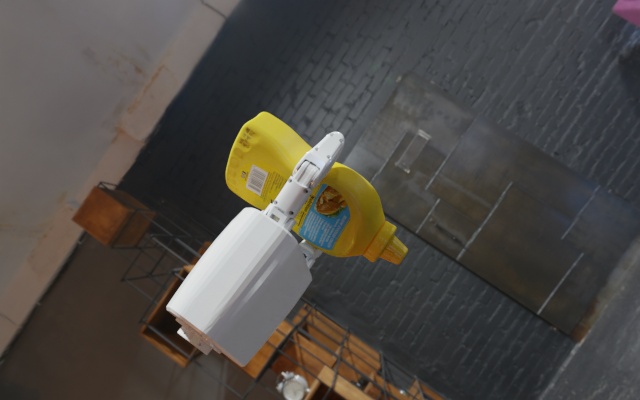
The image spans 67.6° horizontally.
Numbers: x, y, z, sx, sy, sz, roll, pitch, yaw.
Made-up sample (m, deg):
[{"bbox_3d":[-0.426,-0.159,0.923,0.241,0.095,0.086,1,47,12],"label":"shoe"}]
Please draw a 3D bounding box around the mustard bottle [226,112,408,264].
[{"bbox_3d":[0.000,0.001,0.467,0.191,0.096,0.058,34,43,8],"label":"mustard bottle"}]
